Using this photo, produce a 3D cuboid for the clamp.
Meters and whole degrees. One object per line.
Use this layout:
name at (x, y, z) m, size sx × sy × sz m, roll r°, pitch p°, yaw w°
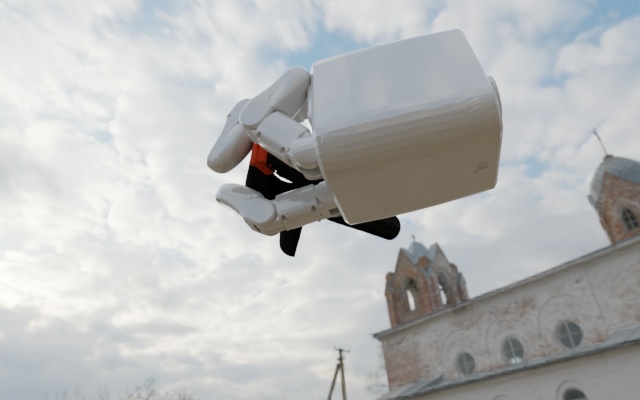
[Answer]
clamp at (0.000, 0.001, 0.402) m, size 0.120 × 0.039 × 0.172 m, roll -13°, pitch -30°, yaw 10°
